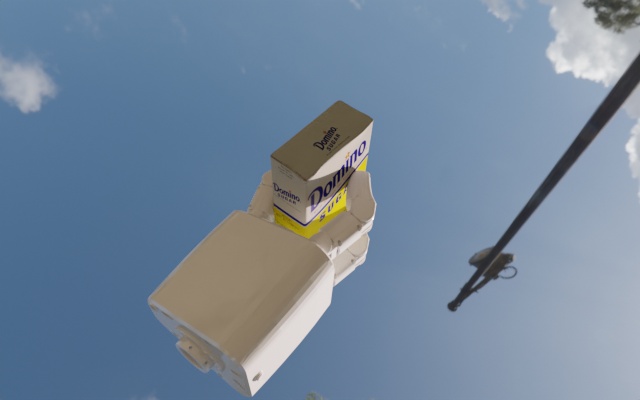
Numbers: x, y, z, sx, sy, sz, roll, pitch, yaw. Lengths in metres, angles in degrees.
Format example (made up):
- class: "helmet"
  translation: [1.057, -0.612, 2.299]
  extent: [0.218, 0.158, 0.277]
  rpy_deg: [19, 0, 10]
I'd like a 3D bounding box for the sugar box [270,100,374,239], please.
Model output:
- class: "sugar box"
  translation: [0.000, 0.002, 0.458]
  extent: [0.048, 0.093, 0.176]
  rpy_deg: [35, -31, 20]
